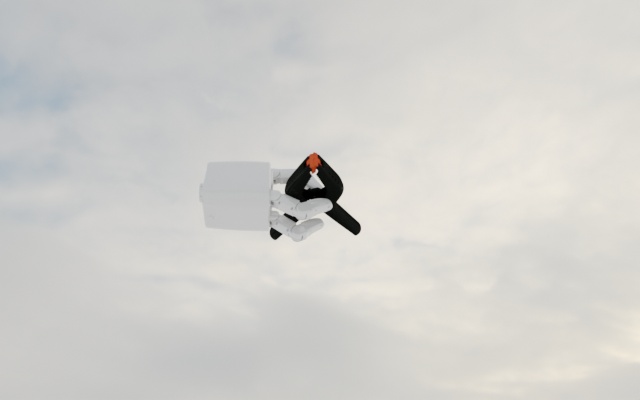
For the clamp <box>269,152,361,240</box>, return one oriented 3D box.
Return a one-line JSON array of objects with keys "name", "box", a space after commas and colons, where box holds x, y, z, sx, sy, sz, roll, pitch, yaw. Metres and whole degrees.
[{"name": "clamp", "box": [0.000, 0.002, 0.795, 0.164, 0.036, 0.210, 0, -38, -8]}]
